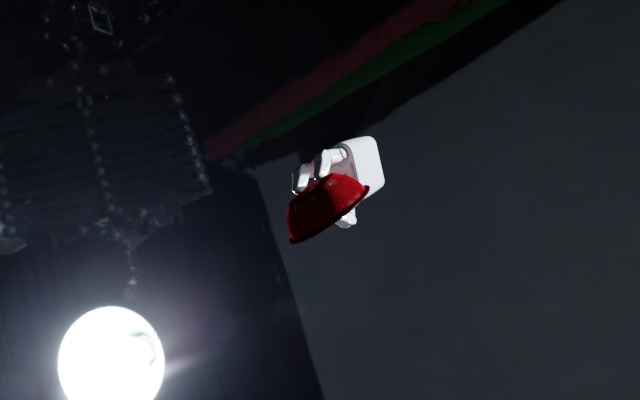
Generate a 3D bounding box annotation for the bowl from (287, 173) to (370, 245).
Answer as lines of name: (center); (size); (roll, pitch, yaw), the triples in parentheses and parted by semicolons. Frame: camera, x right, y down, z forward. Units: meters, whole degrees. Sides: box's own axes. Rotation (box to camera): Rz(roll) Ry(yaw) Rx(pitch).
bowl: (0.000, 0.003, 0.781); (0.162, 0.055, 0.162); (-35, 9, 7)
